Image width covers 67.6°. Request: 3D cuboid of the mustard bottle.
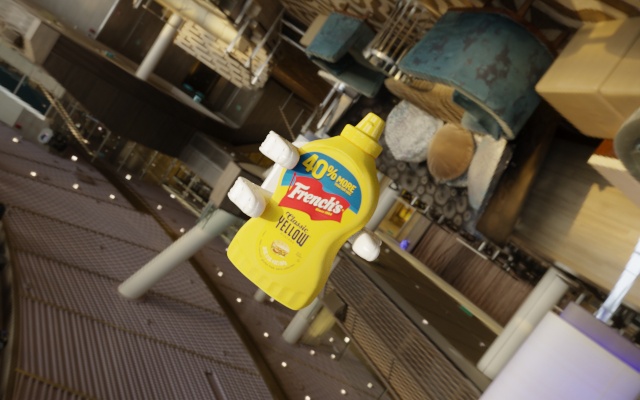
[{"bbox_3d":[0.000,0.002,0.455,0.096,0.191,0.058,36,6,16],"label":"mustard bottle"}]
